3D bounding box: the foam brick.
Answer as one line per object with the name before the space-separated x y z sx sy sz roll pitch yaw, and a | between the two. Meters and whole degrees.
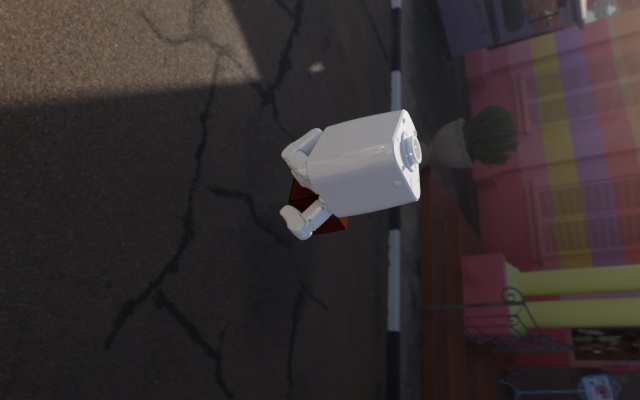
foam brick | 0.000 0.002 0.648 0.051 0.053 0.078 -12 -43 25
